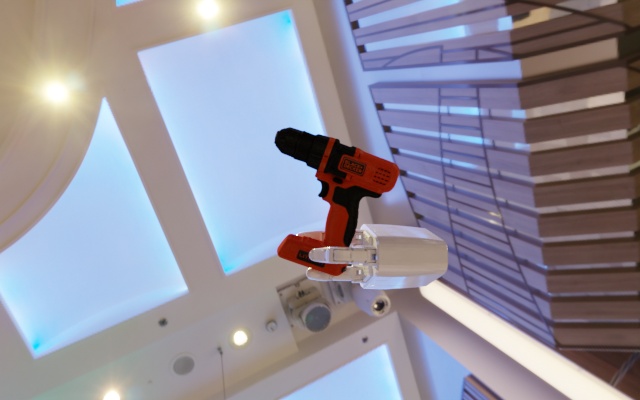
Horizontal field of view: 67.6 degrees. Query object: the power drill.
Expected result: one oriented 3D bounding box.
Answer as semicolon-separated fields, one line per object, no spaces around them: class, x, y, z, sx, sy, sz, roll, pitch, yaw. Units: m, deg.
power drill;0.000;0.003;0.692;0.184;0.188;0.057;20;13;1
